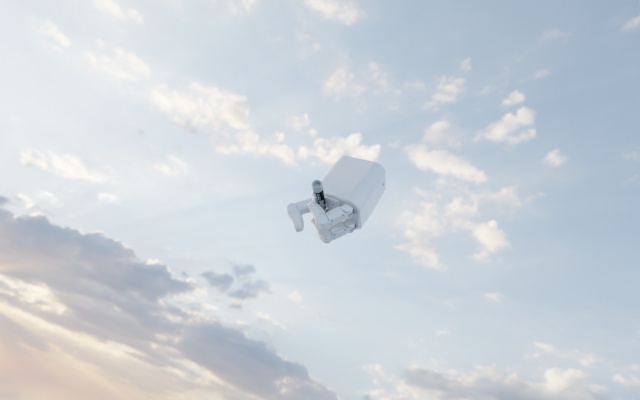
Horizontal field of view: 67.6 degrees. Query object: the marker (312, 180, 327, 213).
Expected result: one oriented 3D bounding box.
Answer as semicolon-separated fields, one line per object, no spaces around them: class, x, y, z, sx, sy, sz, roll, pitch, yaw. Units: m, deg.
marker;0.000;0.003;0.885;0.020;0.020;0.121;0;-32;7
